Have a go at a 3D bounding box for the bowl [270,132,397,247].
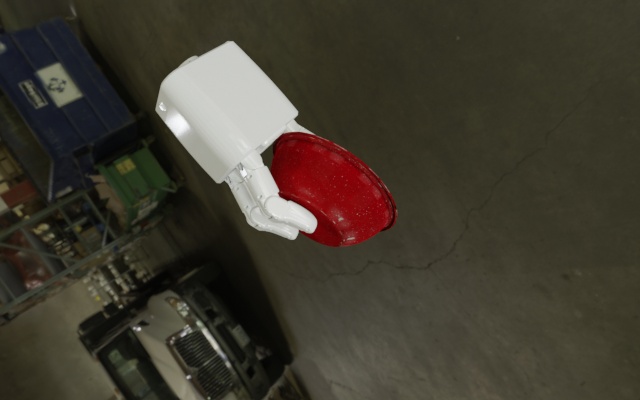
[{"bbox_3d":[0.001,0.003,0.522,0.162,0.055,0.162,29,-24,14],"label":"bowl"}]
